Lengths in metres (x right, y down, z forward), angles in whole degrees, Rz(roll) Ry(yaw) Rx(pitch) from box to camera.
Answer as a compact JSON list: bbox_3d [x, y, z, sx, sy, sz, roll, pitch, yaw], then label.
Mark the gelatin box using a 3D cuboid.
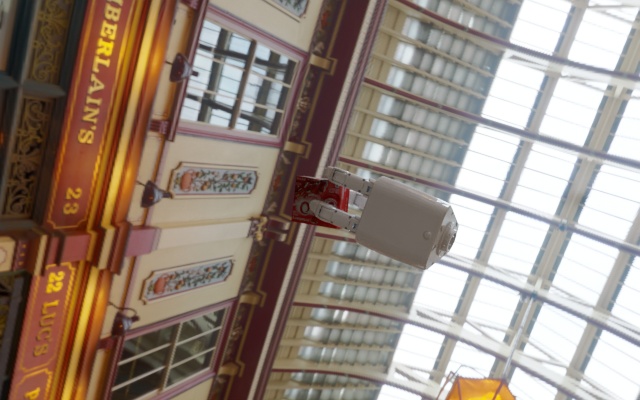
[{"bbox_3d":[0.000,0.002,0.736,0.089,0.073,0.030,9,4,34],"label":"gelatin box"}]
